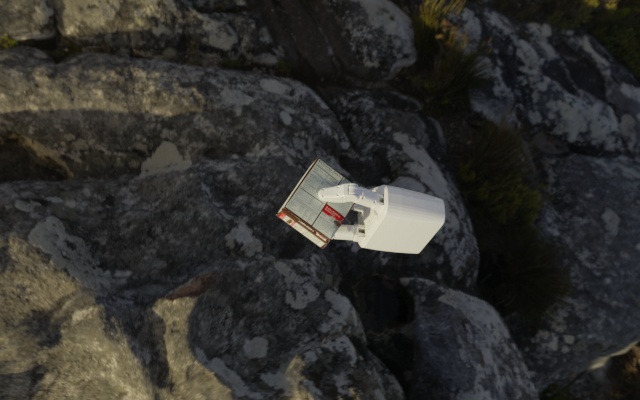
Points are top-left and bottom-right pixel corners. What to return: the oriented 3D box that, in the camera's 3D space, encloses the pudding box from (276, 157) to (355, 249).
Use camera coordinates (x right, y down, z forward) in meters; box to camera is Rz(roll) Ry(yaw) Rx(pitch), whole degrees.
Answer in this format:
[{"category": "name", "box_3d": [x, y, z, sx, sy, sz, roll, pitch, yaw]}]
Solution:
[{"category": "pudding box", "box_3d": [0.000, 0.002, 0.736, 0.090, 0.113, 0.039, 36, -32, -4]}]
